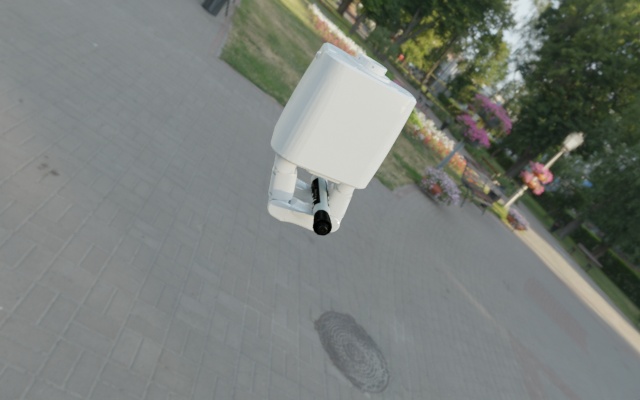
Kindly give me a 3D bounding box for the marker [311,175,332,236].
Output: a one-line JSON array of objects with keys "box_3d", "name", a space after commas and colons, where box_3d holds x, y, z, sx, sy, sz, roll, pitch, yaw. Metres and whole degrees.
[{"box_3d": [0.000, 0.002, 0.502, 0.020, 0.020, 0.121, 0, 26, -2], "name": "marker"}]
